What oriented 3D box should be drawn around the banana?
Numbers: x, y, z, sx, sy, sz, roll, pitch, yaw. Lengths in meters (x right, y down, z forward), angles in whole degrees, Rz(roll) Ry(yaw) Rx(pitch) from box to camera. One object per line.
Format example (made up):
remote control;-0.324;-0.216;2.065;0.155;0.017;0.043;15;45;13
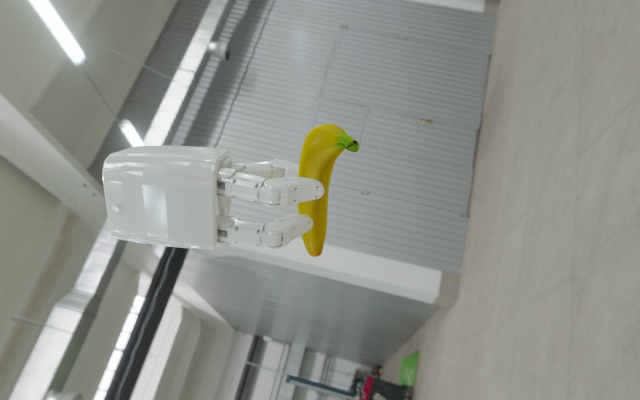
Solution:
banana;-0.003;-0.015;0.504;0.037;0.069;0.198;-4;-35;-13
